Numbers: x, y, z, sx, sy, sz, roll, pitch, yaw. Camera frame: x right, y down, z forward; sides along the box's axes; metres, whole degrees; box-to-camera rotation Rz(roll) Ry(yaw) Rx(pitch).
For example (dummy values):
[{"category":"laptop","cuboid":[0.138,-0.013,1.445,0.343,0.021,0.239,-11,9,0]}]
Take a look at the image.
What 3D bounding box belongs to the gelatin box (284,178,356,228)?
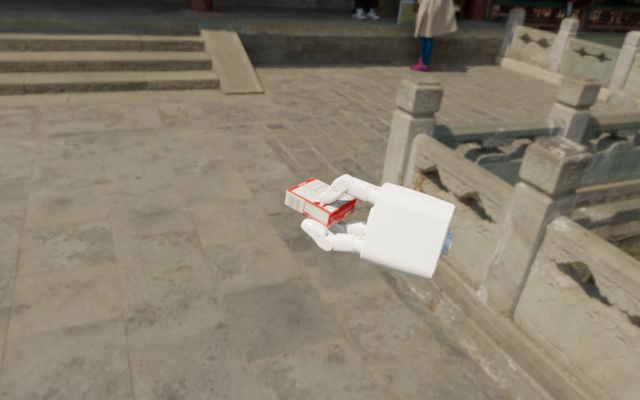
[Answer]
[{"category":"gelatin box","cuboid":[0.000,0.002,0.752,0.089,0.030,0.073,28,33,25]}]
